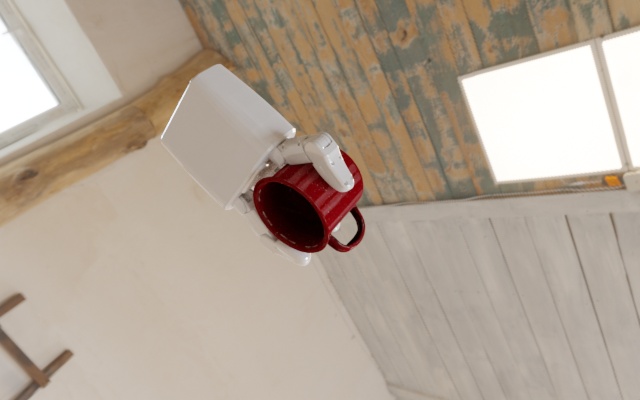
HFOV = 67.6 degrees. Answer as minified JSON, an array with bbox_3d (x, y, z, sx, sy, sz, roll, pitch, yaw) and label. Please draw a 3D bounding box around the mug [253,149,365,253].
[{"bbox_3d":[0.001,0.002,0.494,0.081,0.117,0.093,-46,-1,-37],"label":"mug"}]
